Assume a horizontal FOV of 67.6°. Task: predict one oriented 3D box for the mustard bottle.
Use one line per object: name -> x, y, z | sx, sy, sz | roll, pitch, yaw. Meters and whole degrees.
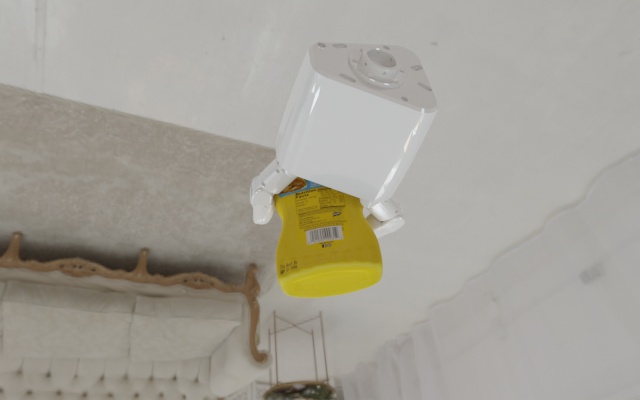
mustard bottle -> 0.000, 0.002, 0.488 | 0.096, 0.191, 0.058 | -10, -40, 2
